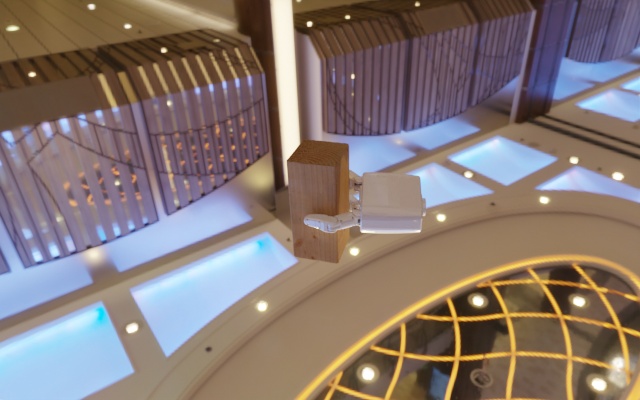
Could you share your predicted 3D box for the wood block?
[{"bbox_3d":[0.000,0.003,0.876,0.090,0.206,0.090,8,34,16],"label":"wood block"}]
